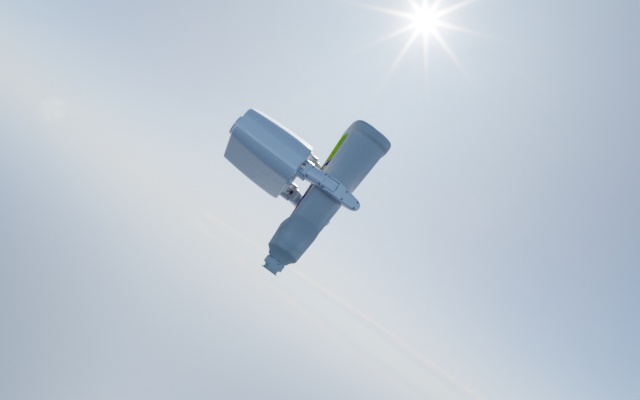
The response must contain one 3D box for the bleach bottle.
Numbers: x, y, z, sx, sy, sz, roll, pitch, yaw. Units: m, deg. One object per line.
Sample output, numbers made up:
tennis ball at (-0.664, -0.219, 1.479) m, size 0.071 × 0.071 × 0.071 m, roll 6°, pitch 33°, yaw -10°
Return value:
bleach bottle at (0.000, 0.002, 0.706) m, size 0.068 × 0.251 × 0.102 m, roll 37°, pitch -10°, yaw -5°
